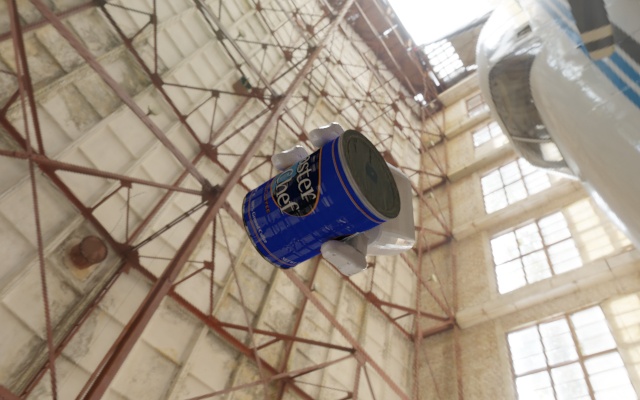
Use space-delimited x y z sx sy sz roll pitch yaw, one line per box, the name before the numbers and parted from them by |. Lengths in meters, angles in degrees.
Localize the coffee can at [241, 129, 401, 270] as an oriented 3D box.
coffee can | 0.000 0.002 0.518 0.140 0.102 0.103 -29 -14 28
